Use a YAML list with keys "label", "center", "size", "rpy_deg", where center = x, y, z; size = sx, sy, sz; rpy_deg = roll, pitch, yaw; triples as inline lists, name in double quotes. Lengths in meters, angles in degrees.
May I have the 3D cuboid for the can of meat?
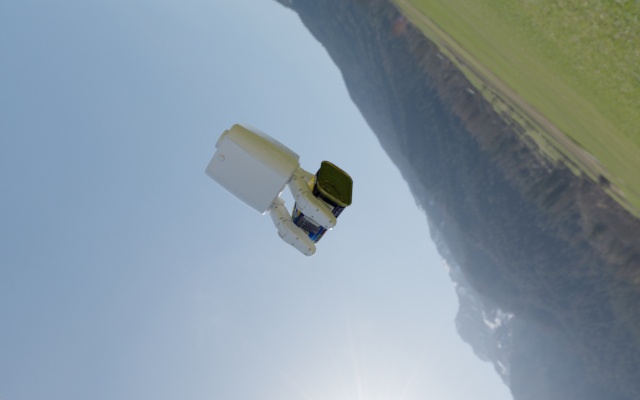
- label: "can of meat"
  center: [0.000, 0.003, 0.701]
  size: [0.057, 0.084, 0.102]
  rpy_deg: [32, 26, -12]
